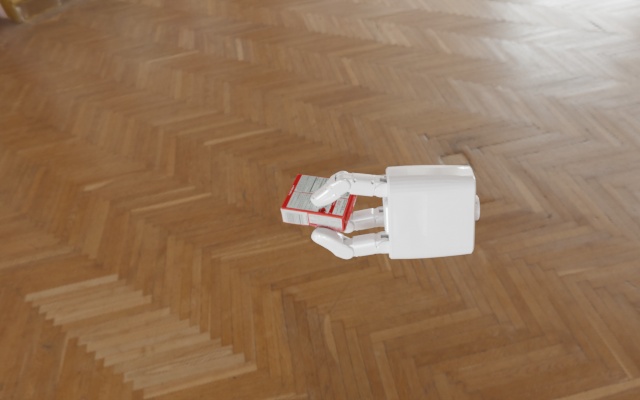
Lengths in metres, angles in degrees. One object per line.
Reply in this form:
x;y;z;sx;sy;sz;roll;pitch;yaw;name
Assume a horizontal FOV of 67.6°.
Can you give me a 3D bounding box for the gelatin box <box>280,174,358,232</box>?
0.000;0.002;0.644;0.089;0.030;0.073;8;45;14;gelatin box
